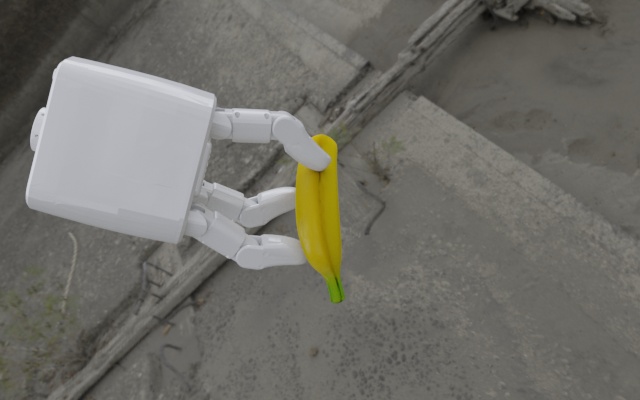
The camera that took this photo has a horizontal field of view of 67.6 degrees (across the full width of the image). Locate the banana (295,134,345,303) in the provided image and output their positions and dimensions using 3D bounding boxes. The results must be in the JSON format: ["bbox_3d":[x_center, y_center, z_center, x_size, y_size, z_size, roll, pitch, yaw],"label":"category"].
[{"bbox_3d":[-0.001,-0.009,0.427,0.037,0.197,0.070,-4,-44,3],"label":"banana"}]
